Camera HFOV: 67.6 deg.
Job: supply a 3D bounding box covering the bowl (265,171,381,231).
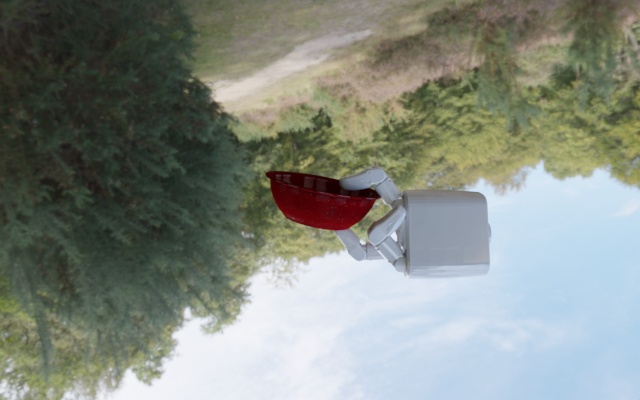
[{"bbox_3d":[-0.001,0.002,0.652,0.162,0.055,0.162,11,9,-2],"label":"bowl"}]
